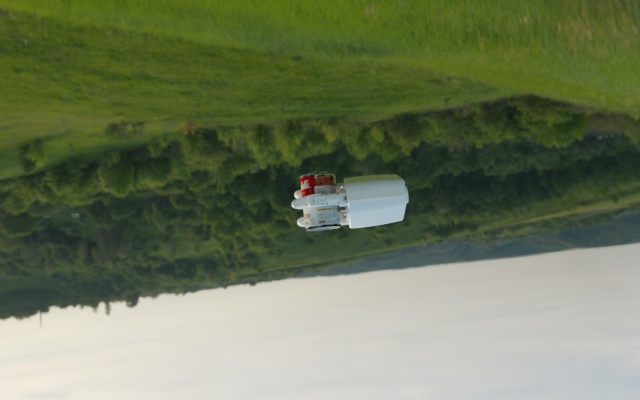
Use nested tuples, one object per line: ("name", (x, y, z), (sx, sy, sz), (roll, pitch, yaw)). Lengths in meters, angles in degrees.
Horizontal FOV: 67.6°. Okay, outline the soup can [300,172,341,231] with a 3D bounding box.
("soup can", (0.000, 0.003, 0.896), (0.068, 0.102, 0.068), (-6, -8, -1))
